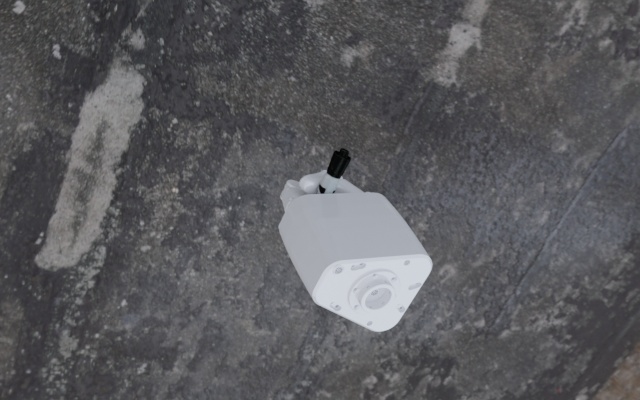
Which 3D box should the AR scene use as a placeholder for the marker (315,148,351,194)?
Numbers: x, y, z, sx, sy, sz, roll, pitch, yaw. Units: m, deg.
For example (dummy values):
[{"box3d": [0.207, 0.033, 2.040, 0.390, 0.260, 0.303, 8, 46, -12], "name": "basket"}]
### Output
[{"box3d": [0.000, 0.002, 0.488, 0.020, 0.121, 0.020, 22, 22, -9], "name": "marker"}]
